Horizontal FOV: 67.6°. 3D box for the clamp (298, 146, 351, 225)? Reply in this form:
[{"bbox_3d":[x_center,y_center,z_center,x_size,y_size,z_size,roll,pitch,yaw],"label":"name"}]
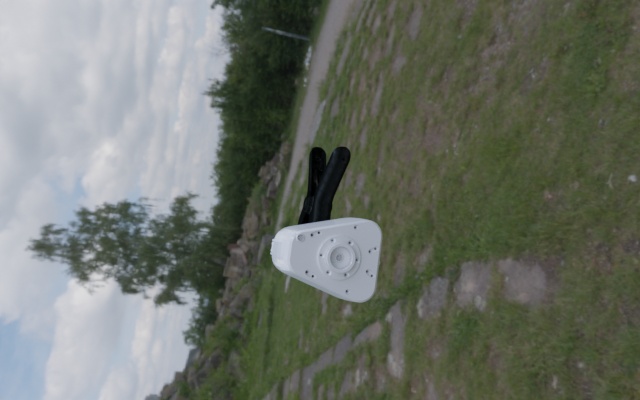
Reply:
[{"bbox_3d":[-0.001,0.002,0.652,0.039,0.171,0.120,9,-6,-13],"label":"clamp"}]
